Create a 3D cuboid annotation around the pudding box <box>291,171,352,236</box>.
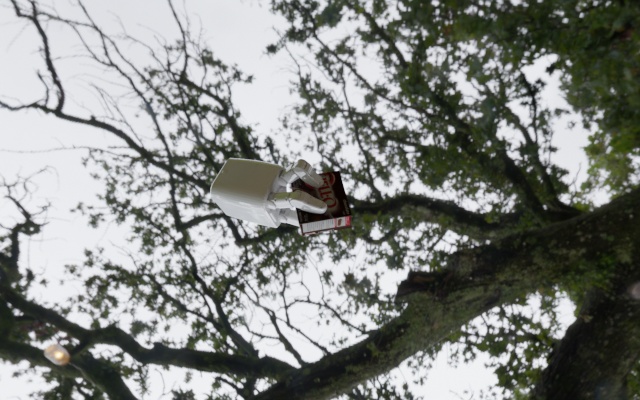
[{"bbox_3d":[0.000,0.003,0.824,0.090,0.113,0.039,-10,-40,-4],"label":"pudding box"}]
